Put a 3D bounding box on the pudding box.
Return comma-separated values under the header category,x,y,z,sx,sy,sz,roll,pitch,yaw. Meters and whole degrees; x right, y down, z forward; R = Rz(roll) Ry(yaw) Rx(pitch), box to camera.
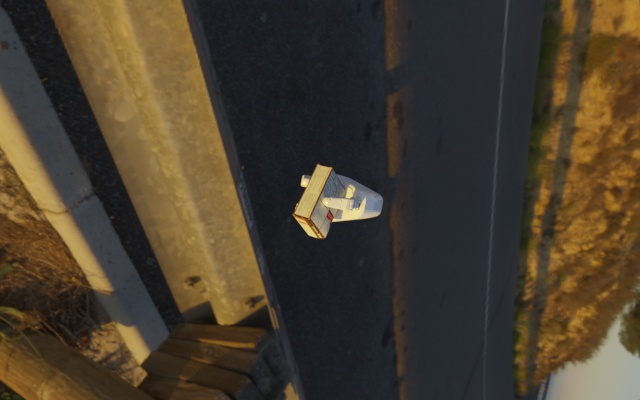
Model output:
category,x,y,z,sx,sy,sz,roll,pitch,yaw
pudding box,0.000,0.003,0.887,0.039,0.113,0.090,12,-24,27
